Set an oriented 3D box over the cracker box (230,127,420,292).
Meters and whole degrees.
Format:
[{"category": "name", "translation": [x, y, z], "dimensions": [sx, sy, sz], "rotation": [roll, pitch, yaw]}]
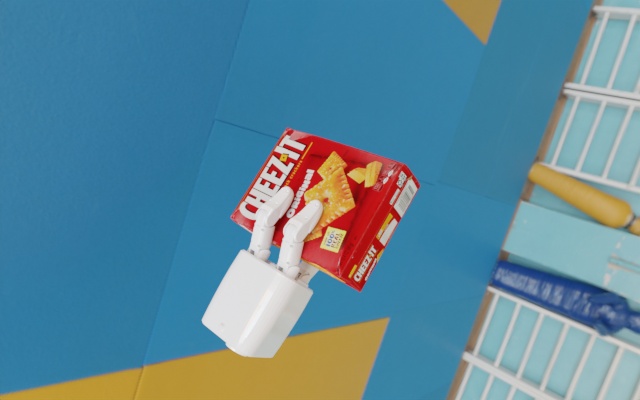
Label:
[{"category": "cracker box", "translation": [0.000, 0.002, 0.651], "dimensions": [0.213, 0.164, 0.072], "rotation": [23, -13, 37]}]
